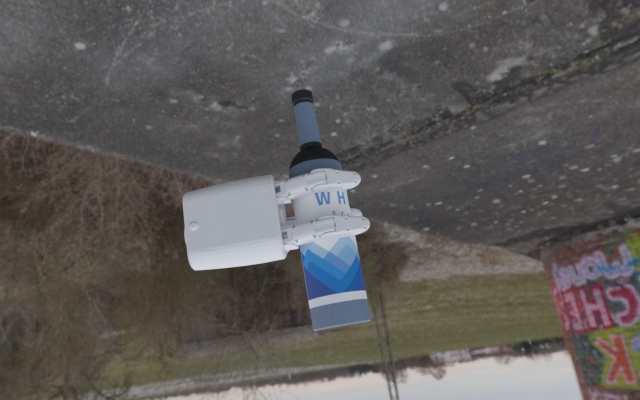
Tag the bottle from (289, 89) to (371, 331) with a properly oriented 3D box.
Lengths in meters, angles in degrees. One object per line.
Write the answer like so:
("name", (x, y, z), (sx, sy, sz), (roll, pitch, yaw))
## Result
("bottle", (0.000, 0.002, 0.578), (0.069, 0.295, 0.069), (-9, -16, -3))
